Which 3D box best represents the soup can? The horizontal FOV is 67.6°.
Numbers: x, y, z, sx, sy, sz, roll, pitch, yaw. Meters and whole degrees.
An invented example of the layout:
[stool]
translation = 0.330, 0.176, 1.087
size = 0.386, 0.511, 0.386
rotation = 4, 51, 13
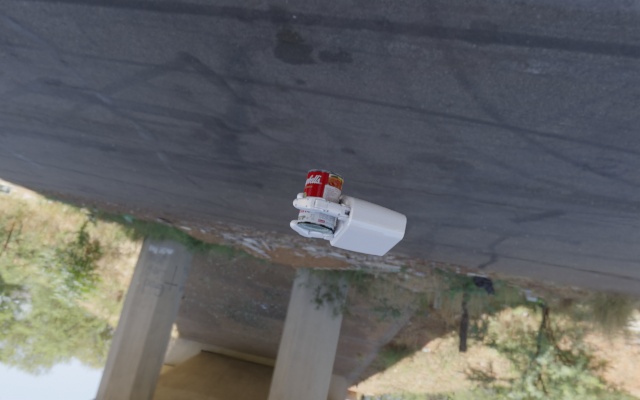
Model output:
[soup can]
translation = 0.000, 0.003, 0.871
size = 0.068, 0.102, 0.068
rotation = 11, -14, 3
